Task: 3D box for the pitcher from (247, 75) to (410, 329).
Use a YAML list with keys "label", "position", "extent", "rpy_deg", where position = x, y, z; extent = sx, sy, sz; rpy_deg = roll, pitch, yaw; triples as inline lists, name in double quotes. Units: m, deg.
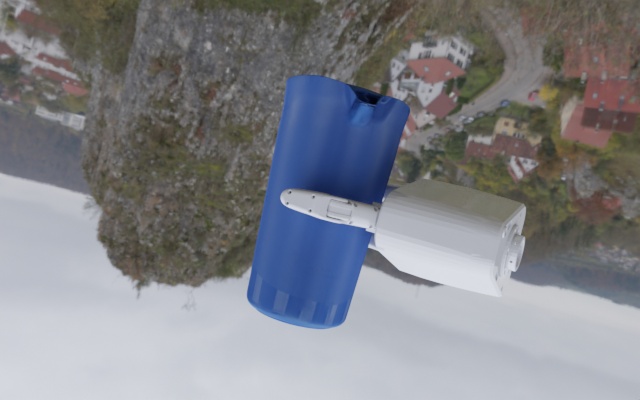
- label: "pitcher"
  position: [0.000, 0.002, 0.513]
  extent: [0.145, 0.243, 0.149]
  rpy_deg: [14, 0, 31]
